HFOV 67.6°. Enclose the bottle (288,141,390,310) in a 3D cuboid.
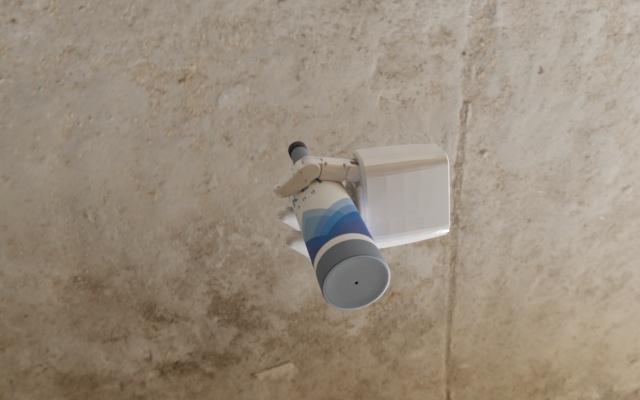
[{"bbox_3d":[0.000,0.002,0.562,0.069,0.069,0.295,0,31,-15],"label":"bottle"}]
